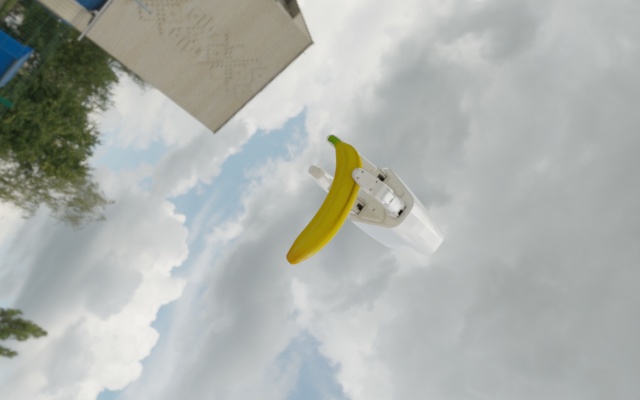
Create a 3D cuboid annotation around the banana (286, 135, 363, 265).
[{"bbox_3d":[0.015,-0.001,0.644,0.069,0.197,0.037,0,-29,43],"label":"banana"}]
